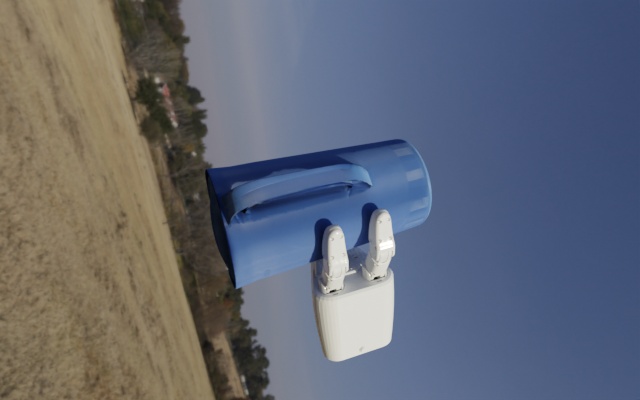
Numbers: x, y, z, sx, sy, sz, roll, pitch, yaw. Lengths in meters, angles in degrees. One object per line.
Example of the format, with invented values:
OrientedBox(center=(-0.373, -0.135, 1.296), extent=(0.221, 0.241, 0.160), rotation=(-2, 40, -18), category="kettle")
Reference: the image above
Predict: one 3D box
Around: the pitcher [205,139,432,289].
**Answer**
OrientedBox(center=(0.000, 0.002, 0.536), extent=(0.243, 0.145, 0.149), rotation=(-14, 29, -15), category="pitcher")
